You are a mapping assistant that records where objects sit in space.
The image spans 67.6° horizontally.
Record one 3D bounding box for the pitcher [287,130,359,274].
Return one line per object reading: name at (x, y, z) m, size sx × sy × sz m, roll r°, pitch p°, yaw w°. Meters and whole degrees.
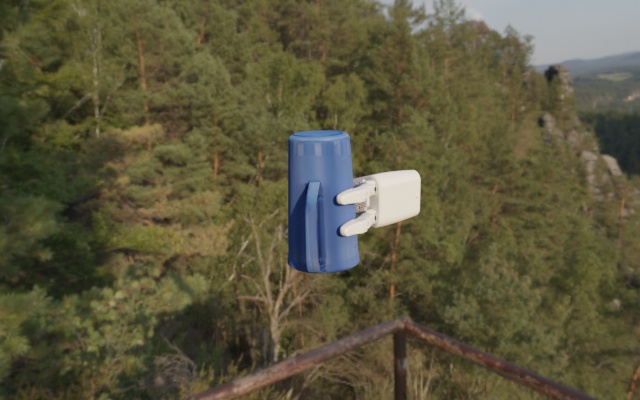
pitcher at (0.000, 0.003, 0.848) m, size 0.145 × 0.243 × 0.149 m, roll -11°, pitch 16°, yaw -32°
